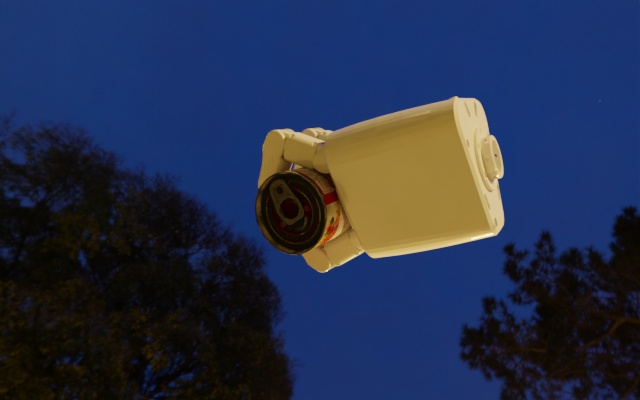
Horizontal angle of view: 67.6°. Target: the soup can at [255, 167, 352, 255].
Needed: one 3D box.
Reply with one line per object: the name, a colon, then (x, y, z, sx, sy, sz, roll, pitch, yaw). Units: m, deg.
soup can: (0.000, 0.002, 0.421, 0.068, 0.068, 0.102, 0, 10, 30)
